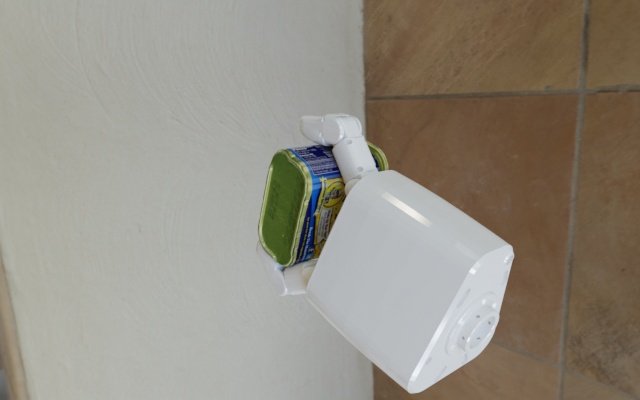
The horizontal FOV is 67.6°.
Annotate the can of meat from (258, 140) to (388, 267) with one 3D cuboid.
[{"bbox_3d":[0.000,0.001,0.403,0.084,0.102,0.057,-12,38,-38],"label":"can of meat"}]
